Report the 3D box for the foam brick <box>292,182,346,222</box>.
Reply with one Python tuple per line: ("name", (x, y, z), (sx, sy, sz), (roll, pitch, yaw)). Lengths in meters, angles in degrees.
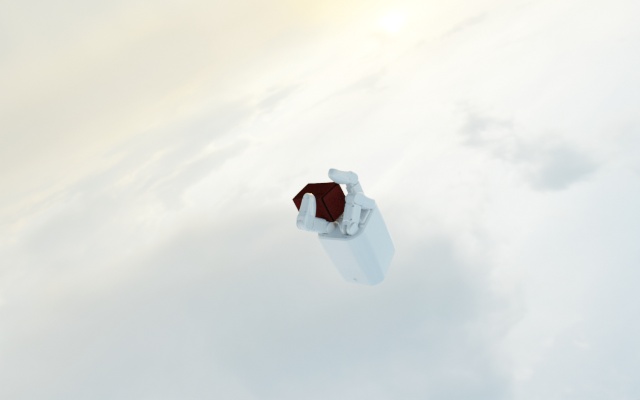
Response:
("foam brick", (0.000, 0.003, 0.830), (0.078, 0.051, 0.053), (0, 36, 47))
